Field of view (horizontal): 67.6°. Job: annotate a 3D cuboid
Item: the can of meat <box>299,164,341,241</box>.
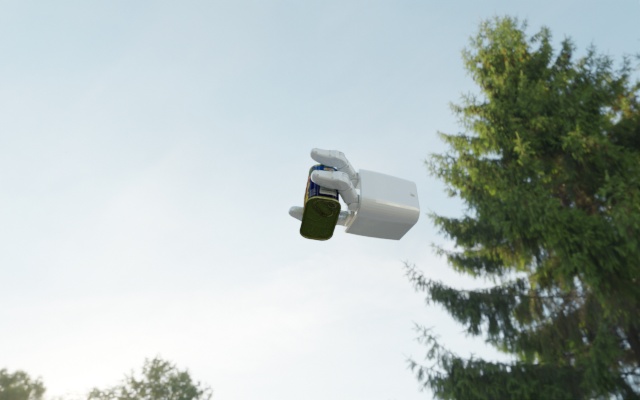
[{"bbox_3d":[0.000,0.002,0.795,0.057,0.083,0.102,8,-45,-6],"label":"can of meat"}]
